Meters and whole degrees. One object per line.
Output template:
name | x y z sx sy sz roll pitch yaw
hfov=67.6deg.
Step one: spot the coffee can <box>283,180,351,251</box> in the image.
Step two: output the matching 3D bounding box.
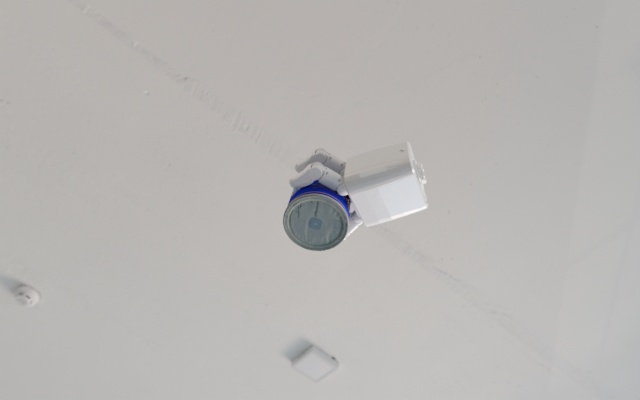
coffee can | 0.000 0.003 0.795 0.103 0.103 0.140 0 30 7
